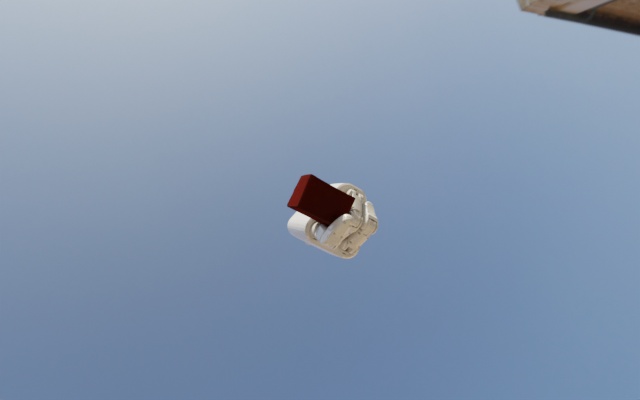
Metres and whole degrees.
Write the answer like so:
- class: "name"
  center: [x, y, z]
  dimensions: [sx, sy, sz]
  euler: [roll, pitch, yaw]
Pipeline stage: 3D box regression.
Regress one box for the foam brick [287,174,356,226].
- class: "foam brick"
  center: [0.000, 0.002, 0.694]
  dimensions: [0.078, 0.053, 0.051]
  euler: [28, -8, -20]
